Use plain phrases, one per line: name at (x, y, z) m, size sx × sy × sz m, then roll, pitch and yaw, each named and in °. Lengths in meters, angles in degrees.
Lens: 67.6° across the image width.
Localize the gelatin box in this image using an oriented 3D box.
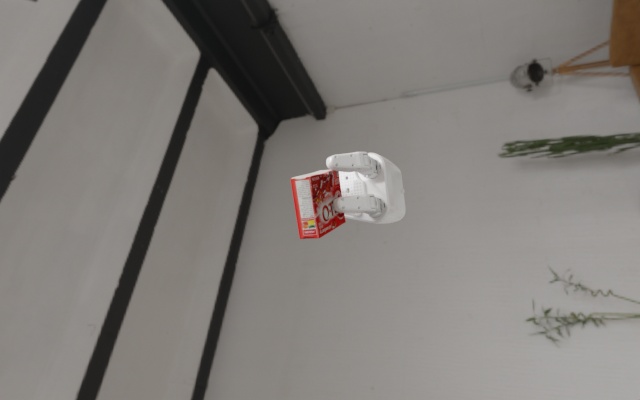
gelatin box at (0.000, 0.002, 0.587) m, size 0.030 × 0.073 × 0.089 m, roll -5°, pitch 7°, yaw 25°
